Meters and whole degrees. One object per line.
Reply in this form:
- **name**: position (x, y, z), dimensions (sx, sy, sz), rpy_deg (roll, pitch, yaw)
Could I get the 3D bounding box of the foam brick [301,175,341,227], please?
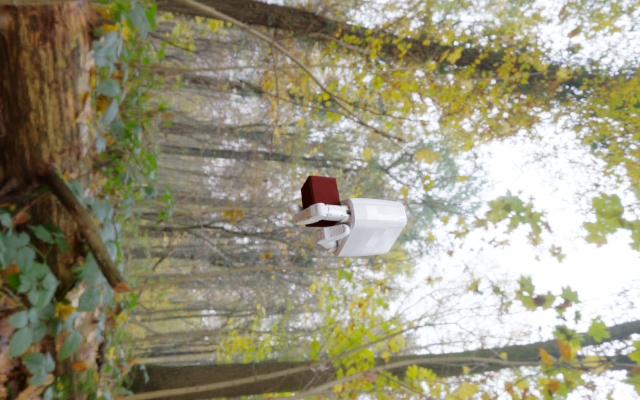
- **foam brick**: position (0.000, 0.002, 0.840), dimensions (0.051, 0.078, 0.053), rpy_deg (2, -26, -22)
